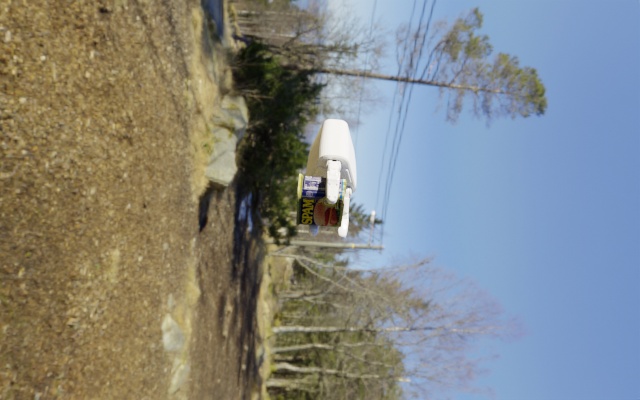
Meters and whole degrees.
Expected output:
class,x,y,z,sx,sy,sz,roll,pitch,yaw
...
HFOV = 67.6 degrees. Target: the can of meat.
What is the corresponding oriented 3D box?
class,x,y,z,sx,sy,sz,roll,pitch,yaw
can of meat,0.000,0.003,0.867,0.084,0.057,0.102,4,-42,-1
